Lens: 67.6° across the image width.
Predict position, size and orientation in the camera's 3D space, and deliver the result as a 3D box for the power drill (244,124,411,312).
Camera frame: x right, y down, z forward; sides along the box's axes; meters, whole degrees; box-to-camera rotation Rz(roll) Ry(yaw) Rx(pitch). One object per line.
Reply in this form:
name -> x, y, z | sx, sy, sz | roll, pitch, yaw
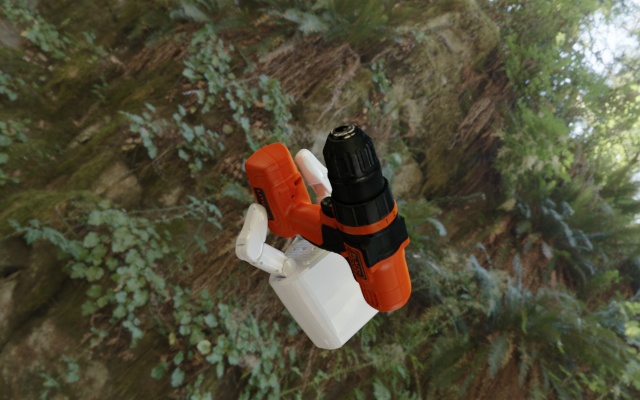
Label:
power drill -> 0.000, 0.002, 0.454 | 0.057, 0.184, 0.187 | -32, 34, -23
